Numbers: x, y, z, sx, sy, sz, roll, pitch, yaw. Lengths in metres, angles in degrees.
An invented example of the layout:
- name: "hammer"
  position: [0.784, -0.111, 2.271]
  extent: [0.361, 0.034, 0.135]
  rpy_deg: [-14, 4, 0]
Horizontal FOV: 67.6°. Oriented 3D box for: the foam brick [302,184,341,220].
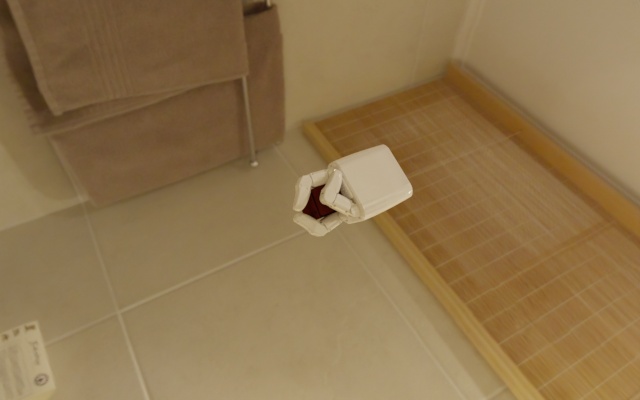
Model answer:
- name: "foam brick"
  position: [0.000, 0.003, 0.830]
  extent: [0.051, 0.053, 0.078]
  rpy_deg: [-23, 1, -21]
